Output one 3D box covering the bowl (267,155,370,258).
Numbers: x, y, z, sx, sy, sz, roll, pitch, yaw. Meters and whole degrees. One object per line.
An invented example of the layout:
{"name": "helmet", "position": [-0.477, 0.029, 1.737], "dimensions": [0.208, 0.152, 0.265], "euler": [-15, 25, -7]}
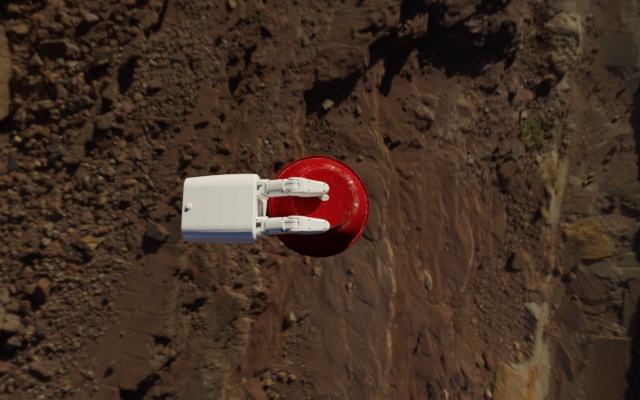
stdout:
{"name": "bowl", "position": [0.001, 0.002, 0.715], "dimensions": [0.162, 0.162, 0.055], "euler": [0, -12, -7]}
